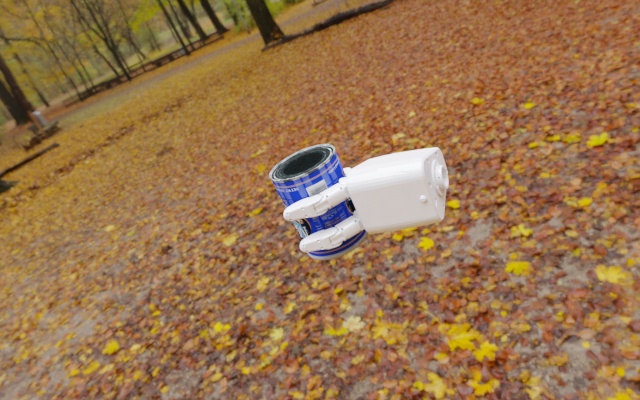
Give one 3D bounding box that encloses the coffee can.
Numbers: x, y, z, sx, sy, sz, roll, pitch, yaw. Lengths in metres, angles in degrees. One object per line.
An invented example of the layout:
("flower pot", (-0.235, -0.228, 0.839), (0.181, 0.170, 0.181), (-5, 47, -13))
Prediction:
("coffee can", (0.000, 0.002, 0.708), (0.103, 0.140, 0.102), (-21, 25, 10))
